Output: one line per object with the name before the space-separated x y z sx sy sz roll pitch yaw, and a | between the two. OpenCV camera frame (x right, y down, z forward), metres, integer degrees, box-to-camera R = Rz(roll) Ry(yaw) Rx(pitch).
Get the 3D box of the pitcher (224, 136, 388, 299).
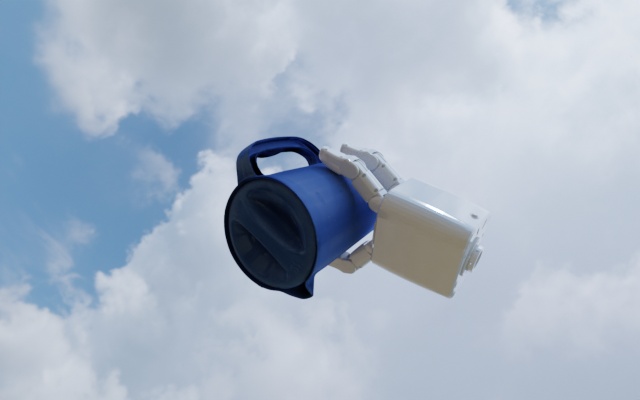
pitcher | 0.000 0.002 0.614 0.145 0.149 0.243 25 27 26
